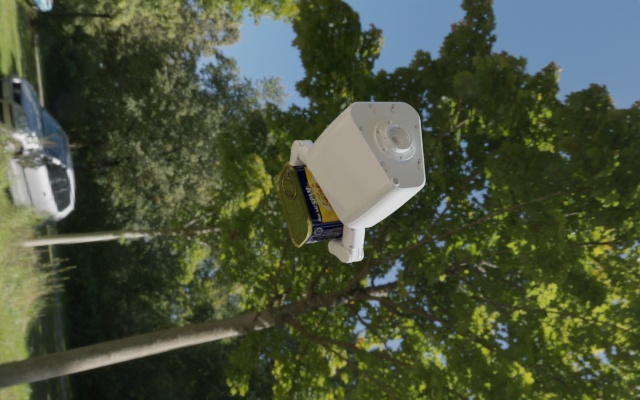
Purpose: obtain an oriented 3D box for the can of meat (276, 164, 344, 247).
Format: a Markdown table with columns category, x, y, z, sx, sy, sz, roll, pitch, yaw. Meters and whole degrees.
| category | x | y | z | sx | sy | sz | roll | pitch | yaw |
| --- | --- | --- | --- | --- | --- | --- | --- | --- | --- |
| can of meat | 0.000 | 0.002 | 0.607 | 0.084 | 0.102 | 0.057 | -6 | -25 | -28 |
